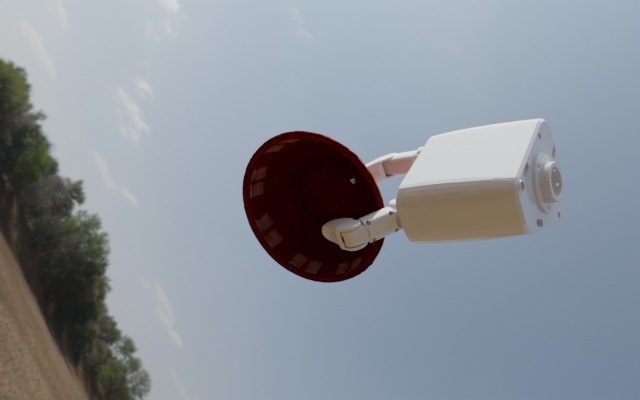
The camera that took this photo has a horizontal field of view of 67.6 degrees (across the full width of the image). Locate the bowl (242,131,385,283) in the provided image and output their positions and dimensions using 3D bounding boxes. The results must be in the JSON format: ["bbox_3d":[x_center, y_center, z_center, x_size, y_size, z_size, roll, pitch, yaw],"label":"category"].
[{"bbox_3d":[-0.001,0.001,0.496,0.162,0.162,0.055,0,20,29],"label":"bowl"}]
